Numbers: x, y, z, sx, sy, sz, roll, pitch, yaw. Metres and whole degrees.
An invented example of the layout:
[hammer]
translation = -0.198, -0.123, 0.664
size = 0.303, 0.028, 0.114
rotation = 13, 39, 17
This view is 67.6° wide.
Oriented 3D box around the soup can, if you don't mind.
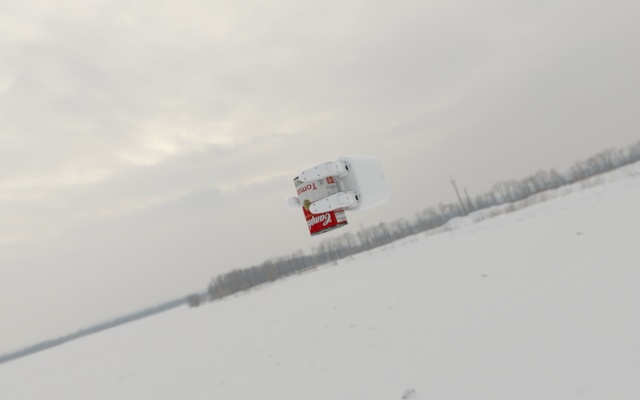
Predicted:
[soup can]
translation = 0.000, 0.002, 0.812
size = 0.068, 0.102, 0.068
rotation = -18, -6, -2
